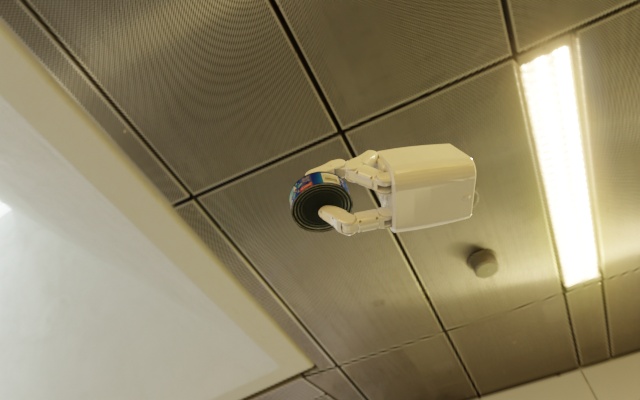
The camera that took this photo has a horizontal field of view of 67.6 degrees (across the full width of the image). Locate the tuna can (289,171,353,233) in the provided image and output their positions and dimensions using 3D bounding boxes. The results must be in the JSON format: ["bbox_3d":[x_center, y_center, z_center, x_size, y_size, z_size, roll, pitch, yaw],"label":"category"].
[{"bbox_3d":[0.000,0.002,0.664,0.086,0.086,0.033,0,38,-13],"label":"tuna can"}]
